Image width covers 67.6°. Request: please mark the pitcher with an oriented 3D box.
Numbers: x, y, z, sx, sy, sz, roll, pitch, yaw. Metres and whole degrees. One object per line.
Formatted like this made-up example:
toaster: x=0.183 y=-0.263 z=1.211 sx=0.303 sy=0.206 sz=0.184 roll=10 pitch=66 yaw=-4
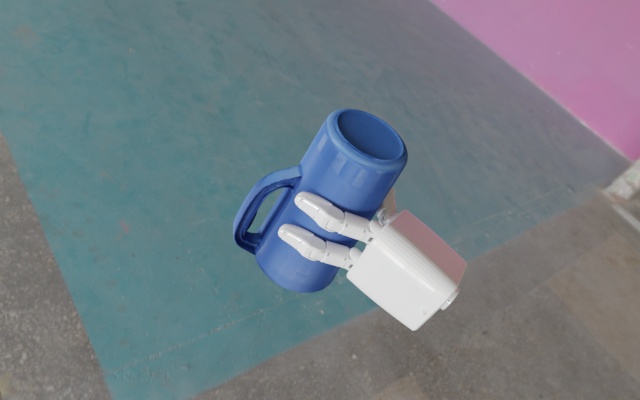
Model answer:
pitcher: x=0.000 y=0.002 z=0.623 sx=0.145 sy=0.243 sz=0.149 roll=41 pitch=41 yaw=12
